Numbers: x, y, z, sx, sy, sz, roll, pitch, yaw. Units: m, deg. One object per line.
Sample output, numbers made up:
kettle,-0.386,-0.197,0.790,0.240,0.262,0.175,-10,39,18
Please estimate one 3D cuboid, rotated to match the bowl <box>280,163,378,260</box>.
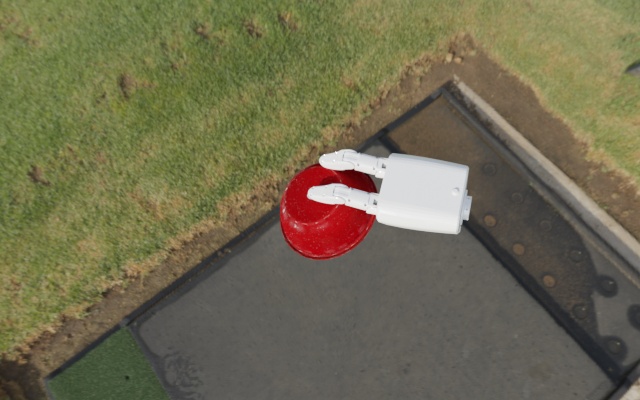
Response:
bowl,-0.001,0.002,0.701,0.162,0.162,0.055,0,-24,27
